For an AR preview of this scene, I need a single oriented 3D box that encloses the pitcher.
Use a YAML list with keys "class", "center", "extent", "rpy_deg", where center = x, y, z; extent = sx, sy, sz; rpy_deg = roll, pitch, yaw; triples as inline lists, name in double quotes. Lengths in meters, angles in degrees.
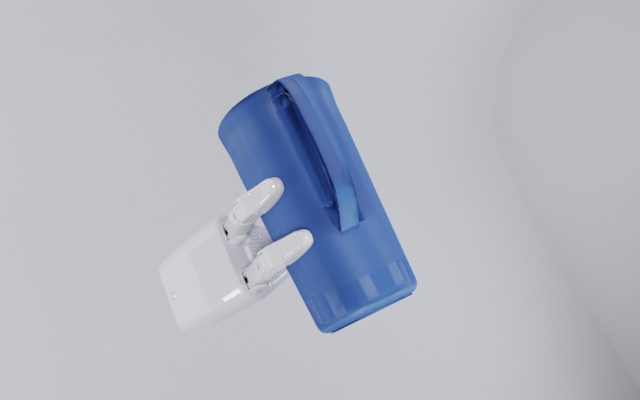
- class: "pitcher"
  center: [0.000, 0.002, 0.484]
  extent: [0.145, 0.242, 0.149]
  rpy_deg: [-33, -16, 26]
